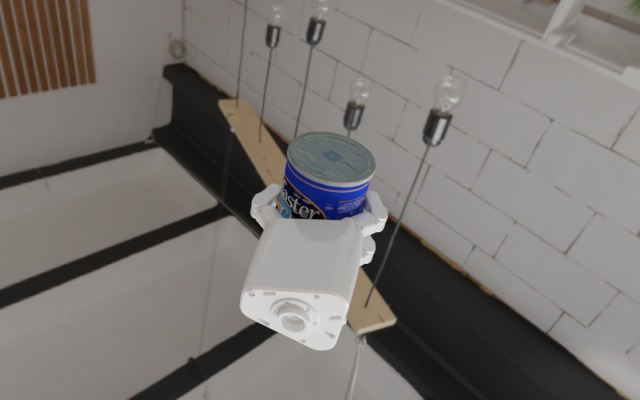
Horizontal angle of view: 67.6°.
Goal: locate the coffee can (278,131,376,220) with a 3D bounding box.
[{"bbox_3d":[0.000,0.002,0.585,0.103,0.140,0.102,9,38,-7],"label":"coffee can"}]
